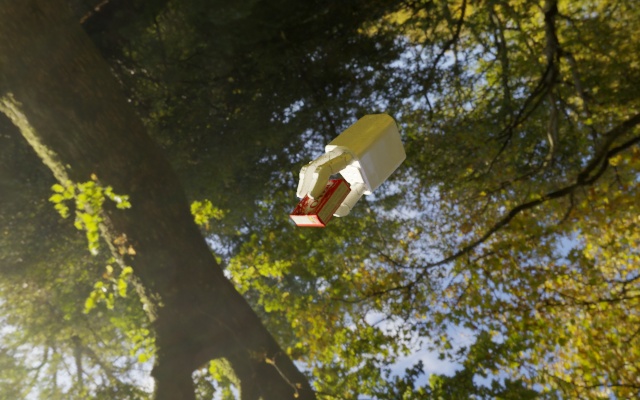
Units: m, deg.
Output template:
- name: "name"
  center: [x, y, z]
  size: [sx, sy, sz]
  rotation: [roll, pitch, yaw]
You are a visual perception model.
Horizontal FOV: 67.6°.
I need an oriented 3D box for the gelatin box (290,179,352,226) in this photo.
- name: "gelatin box"
  center: [0.000, 0.003, 0.811]
  size: [0.073, 0.089, 0.030]
  rotation: [-2, -46, 50]
